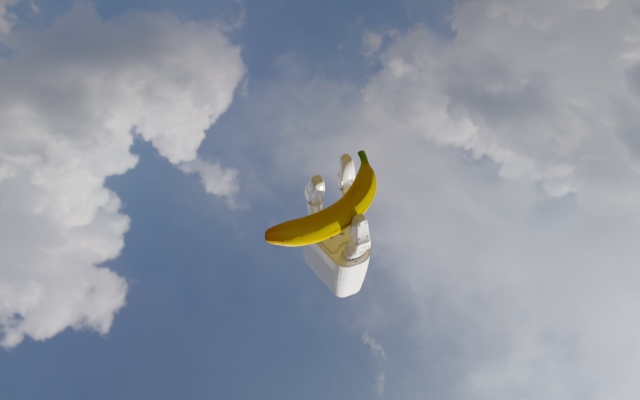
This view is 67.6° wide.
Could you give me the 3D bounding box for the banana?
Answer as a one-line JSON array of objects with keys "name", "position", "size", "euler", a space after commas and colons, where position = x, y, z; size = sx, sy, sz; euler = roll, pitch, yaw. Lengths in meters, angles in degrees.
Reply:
[{"name": "banana", "position": [0.016, 0.011, 0.644], "size": [0.197, 0.069, 0.037], "euler": [-41, -22, -27]}]
